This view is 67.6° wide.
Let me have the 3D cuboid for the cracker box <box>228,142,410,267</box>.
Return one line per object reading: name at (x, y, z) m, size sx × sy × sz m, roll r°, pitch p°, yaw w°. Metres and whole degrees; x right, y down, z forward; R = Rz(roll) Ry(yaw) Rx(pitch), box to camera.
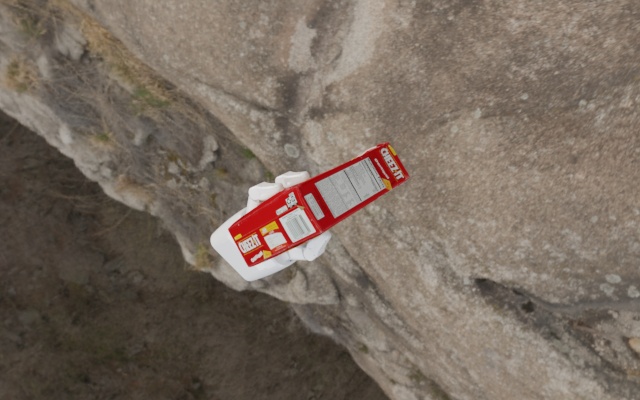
cracker box at (0.000, 0.002, 0.674) m, size 0.164 × 0.072 × 0.213 m, roll -29°, pitch 0°, yaw 44°
